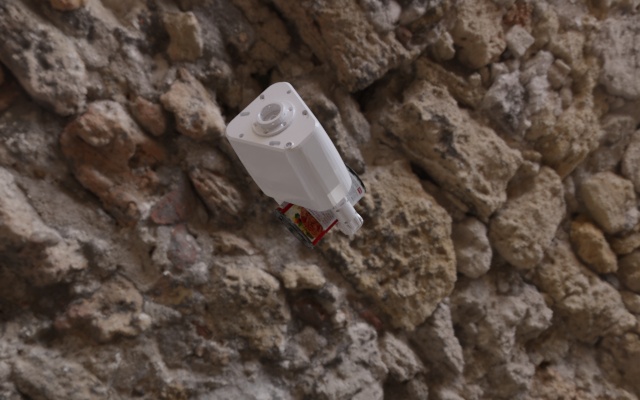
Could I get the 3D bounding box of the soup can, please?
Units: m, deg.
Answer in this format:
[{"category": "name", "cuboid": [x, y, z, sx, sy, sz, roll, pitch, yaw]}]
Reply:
[{"category": "soup can", "cuboid": [0.001, 0.002, 0.608, 0.102, 0.068, 0.068, -45, 11, -11]}]
